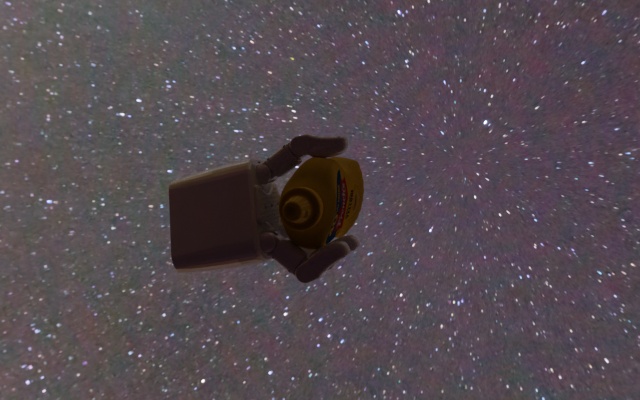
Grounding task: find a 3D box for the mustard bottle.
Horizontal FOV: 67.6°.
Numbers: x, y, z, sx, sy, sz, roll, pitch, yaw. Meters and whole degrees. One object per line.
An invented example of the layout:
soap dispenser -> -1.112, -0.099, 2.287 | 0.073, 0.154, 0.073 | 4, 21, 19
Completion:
mustard bottle -> 0.000, 0.002, 0.511 | 0.058, 0.096, 0.191 | 13, 8, 15
